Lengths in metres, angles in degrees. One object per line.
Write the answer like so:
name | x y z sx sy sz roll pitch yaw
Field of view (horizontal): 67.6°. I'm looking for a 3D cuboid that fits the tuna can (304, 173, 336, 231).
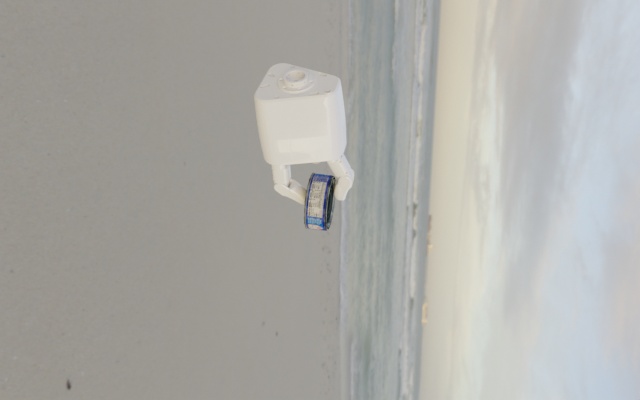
tuna can | 0.001 0.002 0.721 0.034 0.086 0.086 7 1 9
